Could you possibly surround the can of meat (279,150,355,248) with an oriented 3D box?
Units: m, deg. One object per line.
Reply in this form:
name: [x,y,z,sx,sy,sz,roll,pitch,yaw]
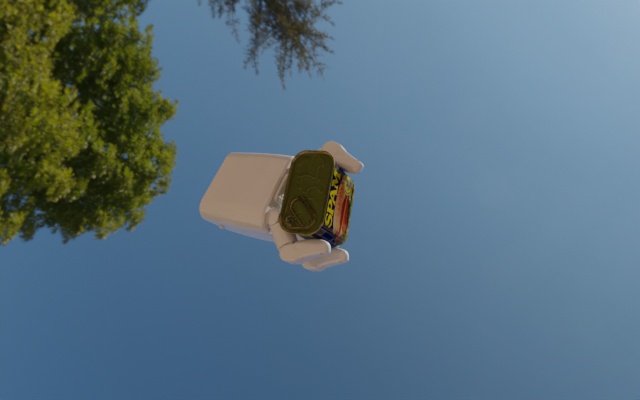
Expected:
can of meat: [0.000,0.002,0.584,0.057,0.102,0.084,4,-16,26]
